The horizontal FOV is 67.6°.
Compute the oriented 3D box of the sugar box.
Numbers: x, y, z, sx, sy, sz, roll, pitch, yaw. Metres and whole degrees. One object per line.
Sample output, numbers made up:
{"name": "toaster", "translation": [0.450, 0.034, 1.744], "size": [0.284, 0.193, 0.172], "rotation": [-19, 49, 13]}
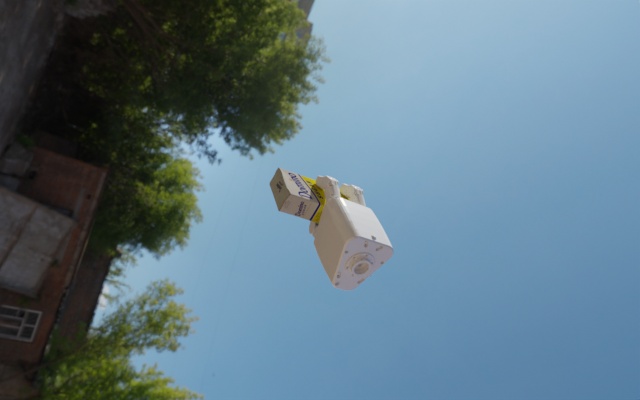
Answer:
{"name": "sugar box", "translation": [0.001, 0.003, 0.868], "size": [0.176, 0.048, 0.093], "rotation": [20, 25, -29]}
